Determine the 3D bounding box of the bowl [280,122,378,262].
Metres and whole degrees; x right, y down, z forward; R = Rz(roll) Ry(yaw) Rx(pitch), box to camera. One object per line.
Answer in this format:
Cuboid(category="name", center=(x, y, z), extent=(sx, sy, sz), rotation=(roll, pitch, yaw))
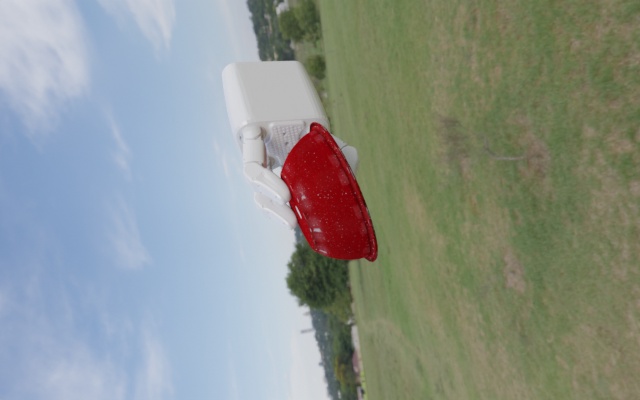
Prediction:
Cuboid(category="bowl", center=(0.000, 0.003, 0.507), extent=(0.055, 0.162, 0.162), rotation=(-24, 4, -9))
